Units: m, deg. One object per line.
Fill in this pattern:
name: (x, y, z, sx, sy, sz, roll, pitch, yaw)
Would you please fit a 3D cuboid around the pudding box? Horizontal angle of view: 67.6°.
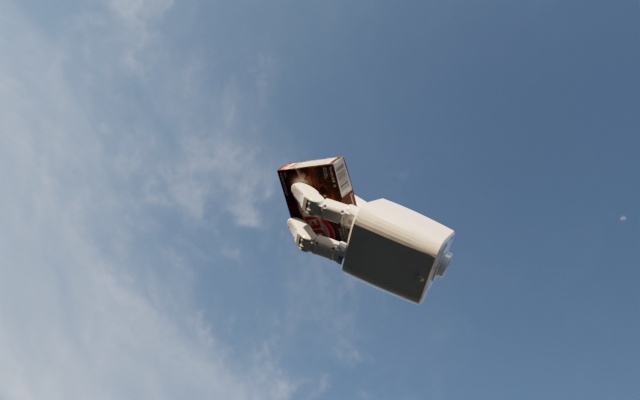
pudding box: (0.000, 0.002, 0.636, 0.090, 0.113, 0.039, -5, 17, 33)
